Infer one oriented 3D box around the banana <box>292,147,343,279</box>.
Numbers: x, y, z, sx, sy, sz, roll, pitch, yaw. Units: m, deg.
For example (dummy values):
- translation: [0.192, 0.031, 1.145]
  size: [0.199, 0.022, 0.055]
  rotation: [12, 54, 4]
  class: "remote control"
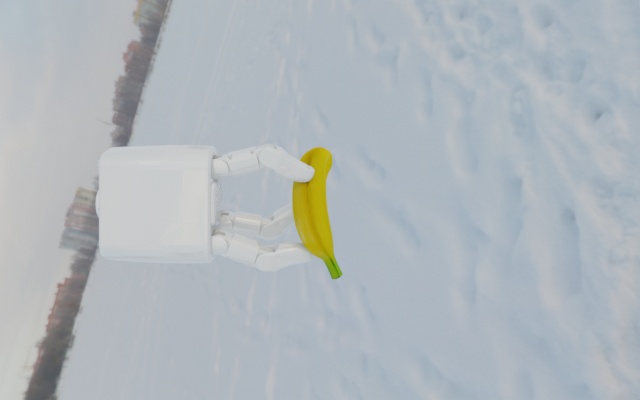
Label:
- translation: [-0.006, -0.008, 0.528]
  size: [0.037, 0.197, 0.070]
  rotation: [-14, -47, 13]
  class: "banana"
